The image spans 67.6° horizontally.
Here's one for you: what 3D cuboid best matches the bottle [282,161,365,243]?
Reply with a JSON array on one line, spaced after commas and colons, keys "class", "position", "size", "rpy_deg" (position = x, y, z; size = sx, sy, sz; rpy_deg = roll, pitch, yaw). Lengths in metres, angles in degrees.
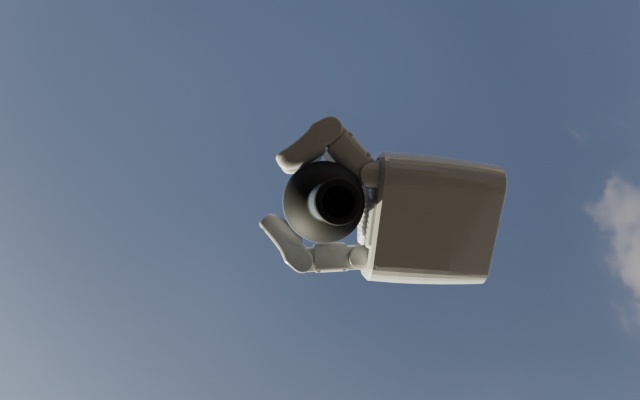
[{"class": "bottle", "position": [0.000, 0.001, 0.420], "size": [0.069, 0.069, 0.295], "rpy_deg": [0, 0, -4]}]
